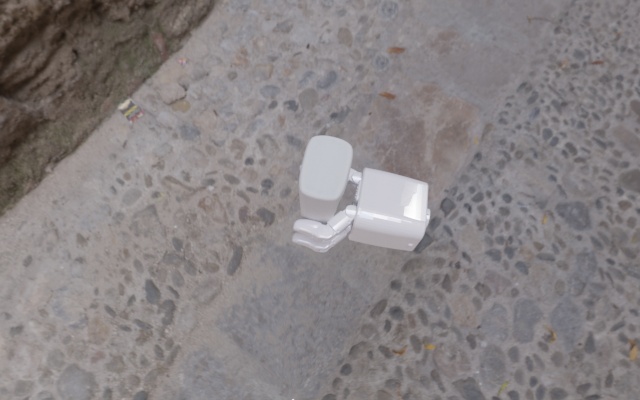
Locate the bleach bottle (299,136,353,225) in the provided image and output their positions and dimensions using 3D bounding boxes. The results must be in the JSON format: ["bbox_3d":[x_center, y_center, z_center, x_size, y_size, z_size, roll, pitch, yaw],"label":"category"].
[{"bbox_3d":[0.000,0.003,0.767,0.068,0.102,0.251,13,-23,2],"label":"bleach bottle"}]
